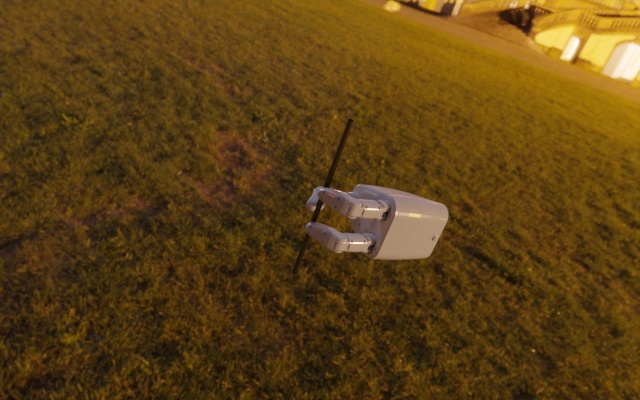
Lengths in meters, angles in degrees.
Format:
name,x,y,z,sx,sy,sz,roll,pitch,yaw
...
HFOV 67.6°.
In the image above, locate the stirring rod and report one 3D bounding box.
name,x,y,z,sx,sy,sz,roll,pitch,yaw
stirring rod,0.000,0.002,0.650,0.011,0.240,0.011,17,23,-8
